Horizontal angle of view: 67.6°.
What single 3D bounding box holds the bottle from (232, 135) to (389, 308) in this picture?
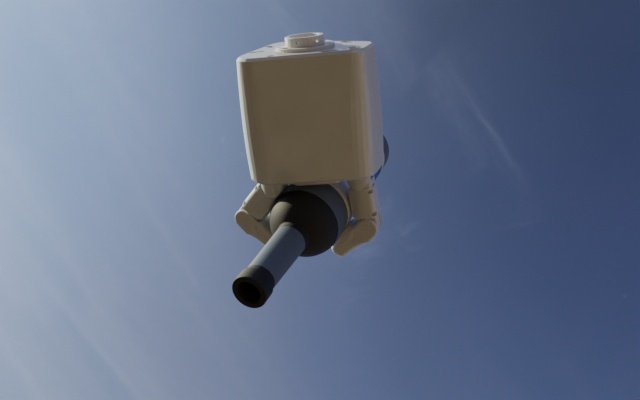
[{"bbox_3d":[0.000,0.001,0.459,0.069,0.069,0.295,0,26,23],"label":"bottle"}]
